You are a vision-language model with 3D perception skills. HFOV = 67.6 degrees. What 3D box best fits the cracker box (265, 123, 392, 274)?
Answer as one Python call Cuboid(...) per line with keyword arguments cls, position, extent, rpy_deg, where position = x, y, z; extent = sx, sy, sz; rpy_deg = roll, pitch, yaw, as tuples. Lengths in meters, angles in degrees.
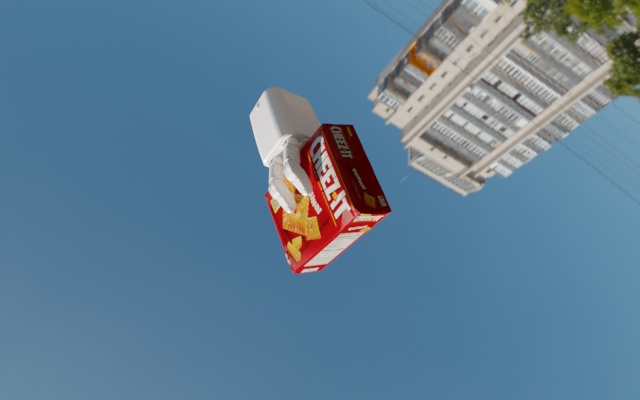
Cuboid(cls="cracker box", position=(0.000, 0.003, 0.786), extent=(0.072, 0.164, 0.214), rpy_deg=(-3, -29, -36))
